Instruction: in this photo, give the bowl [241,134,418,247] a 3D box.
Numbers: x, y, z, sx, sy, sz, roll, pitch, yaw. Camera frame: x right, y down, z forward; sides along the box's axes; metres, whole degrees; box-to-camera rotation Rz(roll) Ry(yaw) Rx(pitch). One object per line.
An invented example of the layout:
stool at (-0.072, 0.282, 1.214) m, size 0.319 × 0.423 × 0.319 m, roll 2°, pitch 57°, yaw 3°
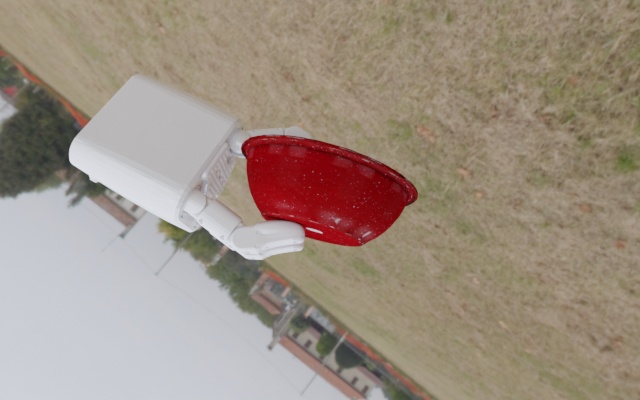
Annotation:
bowl at (0.001, 0.002, 0.419) m, size 0.162 × 0.055 × 0.162 m, roll 15°, pitch -13°, yaw 4°
